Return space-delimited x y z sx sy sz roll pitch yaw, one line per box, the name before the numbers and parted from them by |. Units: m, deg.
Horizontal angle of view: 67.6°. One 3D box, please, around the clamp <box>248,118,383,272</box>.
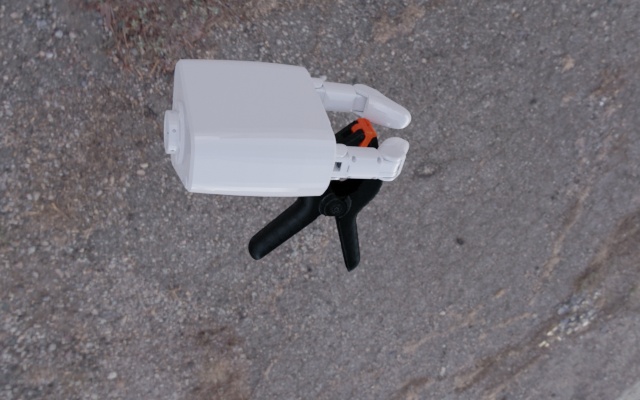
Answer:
clamp | 0.000 0.002 0.452 0.120 0.172 0.039 -1 34 -23
